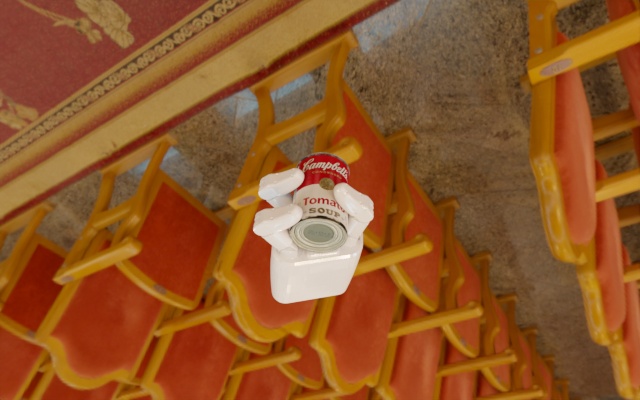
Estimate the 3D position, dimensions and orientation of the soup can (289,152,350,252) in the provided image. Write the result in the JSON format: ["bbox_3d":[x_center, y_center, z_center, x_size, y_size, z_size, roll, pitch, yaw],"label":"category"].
[{"bbox_3d":[0.000,0.002,0.570,0.068,0.102,0.069,2,-40,2],"label":"soup can"}]
